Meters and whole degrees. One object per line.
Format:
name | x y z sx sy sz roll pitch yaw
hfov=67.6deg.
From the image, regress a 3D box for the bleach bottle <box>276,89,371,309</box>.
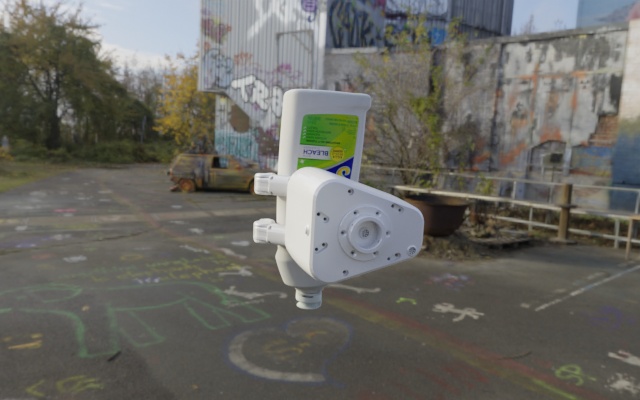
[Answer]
bleach bottle | 0.000 0.002 0.560 0.102 0.251 0.068 1 7 -15
